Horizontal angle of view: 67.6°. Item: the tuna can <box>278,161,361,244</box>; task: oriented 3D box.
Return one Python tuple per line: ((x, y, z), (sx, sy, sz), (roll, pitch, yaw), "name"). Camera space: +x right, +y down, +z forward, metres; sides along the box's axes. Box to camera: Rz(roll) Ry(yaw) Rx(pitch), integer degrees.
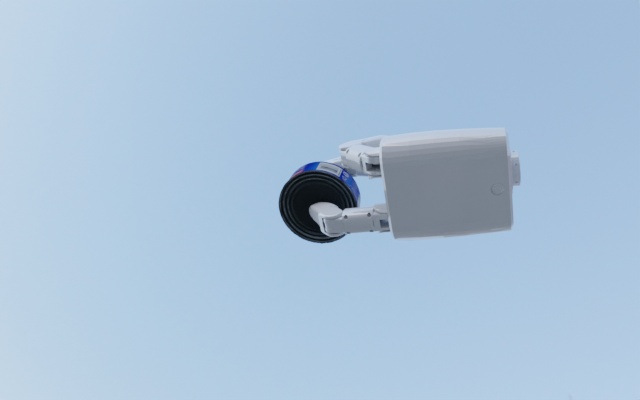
((0.000, 0.001, 0.520), (0.086, 0.086, 0.033), (0, 25, 13), "tuna can")
